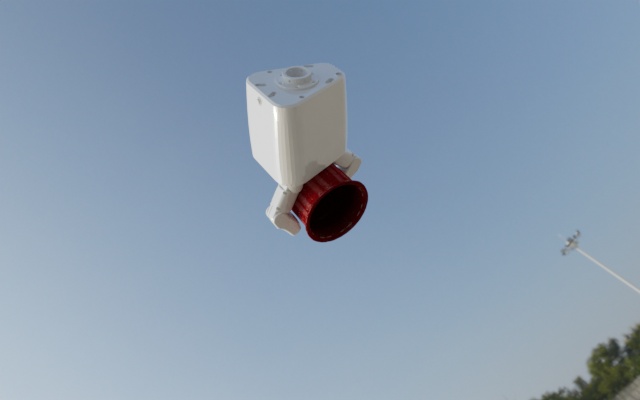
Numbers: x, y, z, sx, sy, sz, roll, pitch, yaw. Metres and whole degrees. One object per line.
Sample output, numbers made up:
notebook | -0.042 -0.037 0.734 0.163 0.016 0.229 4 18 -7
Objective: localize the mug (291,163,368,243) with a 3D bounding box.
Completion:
mug | 0.000 0.003 0.622 0.093 0.117 0.081 -23 46 -24
